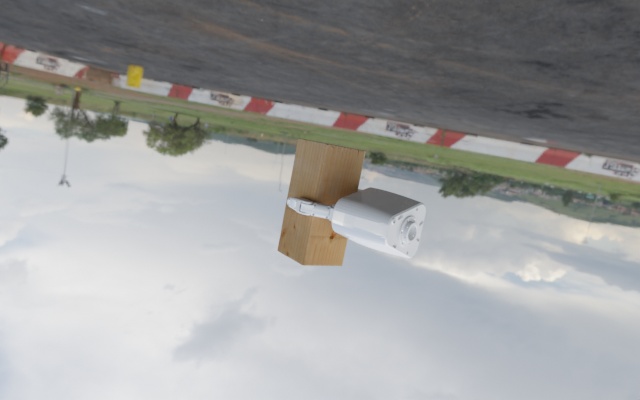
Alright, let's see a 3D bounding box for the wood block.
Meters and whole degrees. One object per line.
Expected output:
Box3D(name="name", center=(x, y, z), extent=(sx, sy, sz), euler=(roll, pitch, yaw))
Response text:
Box3D(name="wood block", center=(0.000, 0.003, 0.840), extent=(0.091, 0.206, 0.090), euler=(6, 8, -36))
